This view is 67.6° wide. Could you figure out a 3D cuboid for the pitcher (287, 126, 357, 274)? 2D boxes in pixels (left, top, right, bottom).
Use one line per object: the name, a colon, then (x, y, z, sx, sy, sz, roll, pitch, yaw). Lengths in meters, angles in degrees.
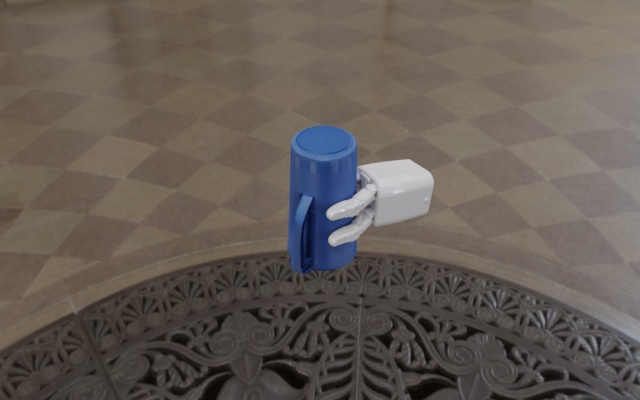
pitcher: (0.000, 0.003, 0.835, 0.145, 0.243, 0.149, -11, 39, -14)
